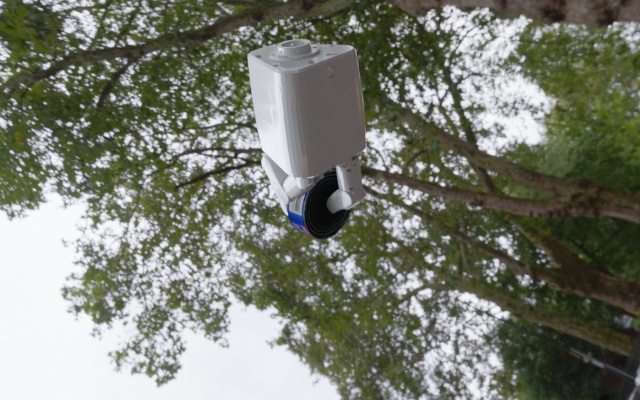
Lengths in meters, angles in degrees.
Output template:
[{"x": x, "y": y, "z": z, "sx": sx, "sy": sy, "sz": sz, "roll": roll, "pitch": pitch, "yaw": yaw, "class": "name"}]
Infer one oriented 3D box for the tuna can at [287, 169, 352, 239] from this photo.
[{"x": 0.000, "y": 0.002, "z": 0.585, "sx": 0.033, "sy": 0.086, "sz": 0.086, "roll": 19, "pitch": 13, "yaw": 41, "class": "tuna can"}]
